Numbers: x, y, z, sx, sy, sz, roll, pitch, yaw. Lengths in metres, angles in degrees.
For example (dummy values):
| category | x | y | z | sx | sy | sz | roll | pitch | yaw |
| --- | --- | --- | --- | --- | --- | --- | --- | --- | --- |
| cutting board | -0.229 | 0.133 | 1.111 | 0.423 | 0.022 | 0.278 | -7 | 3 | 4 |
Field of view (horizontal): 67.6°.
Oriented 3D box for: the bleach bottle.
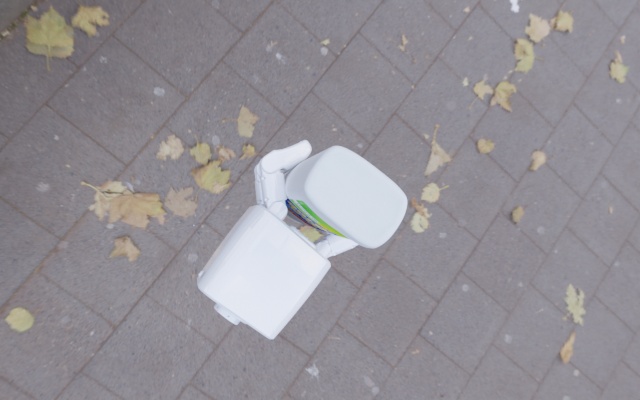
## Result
| category | x | y | z | sx | sy | sz | roll | pitch | yaw |
| --- | --- | --- | --- | --- | --- | --- | --- | --- | --- |
| bleach bottle | 0.000 | 0.002 | 0.551 | 0.102 | 0.068 | 0.251 | 38 | -12 | -10 |
